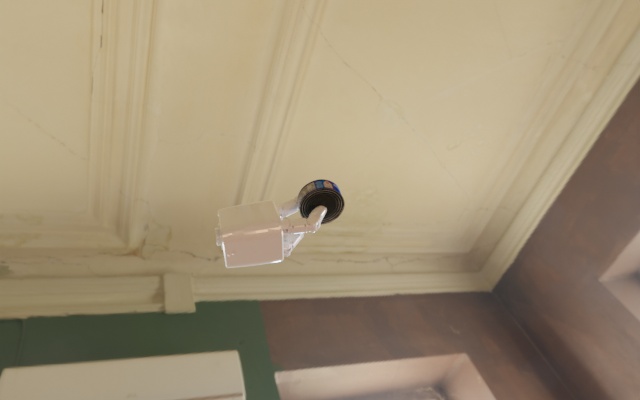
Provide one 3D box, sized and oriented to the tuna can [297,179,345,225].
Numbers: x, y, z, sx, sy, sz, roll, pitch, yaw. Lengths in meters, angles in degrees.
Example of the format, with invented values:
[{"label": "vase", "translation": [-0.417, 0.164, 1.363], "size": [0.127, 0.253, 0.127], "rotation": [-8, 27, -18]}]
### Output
[{"label": "tuna can", "translation": [0.000, 0.003, 0.899], "size": [0.086, 0.086, 0.033], "rotation": [0, 38, -15]}]
